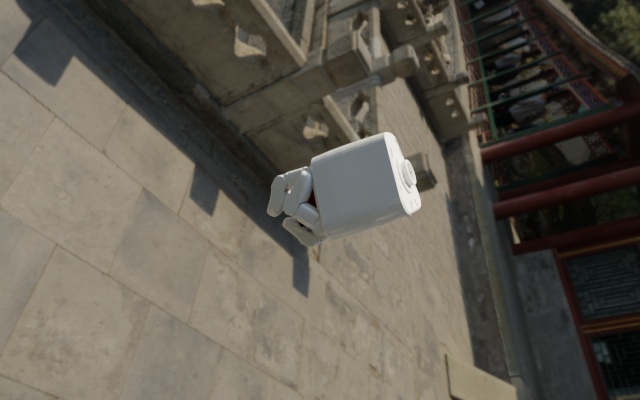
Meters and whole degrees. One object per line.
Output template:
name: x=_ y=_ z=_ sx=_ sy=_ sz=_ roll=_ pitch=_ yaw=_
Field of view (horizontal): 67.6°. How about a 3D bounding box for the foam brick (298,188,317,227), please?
foam brick: x=0.000 y=0.002 z=0.680 sx=0.051 sy=0.053 sz=0.078 roll=-21 pitch=-3 yaw=23
